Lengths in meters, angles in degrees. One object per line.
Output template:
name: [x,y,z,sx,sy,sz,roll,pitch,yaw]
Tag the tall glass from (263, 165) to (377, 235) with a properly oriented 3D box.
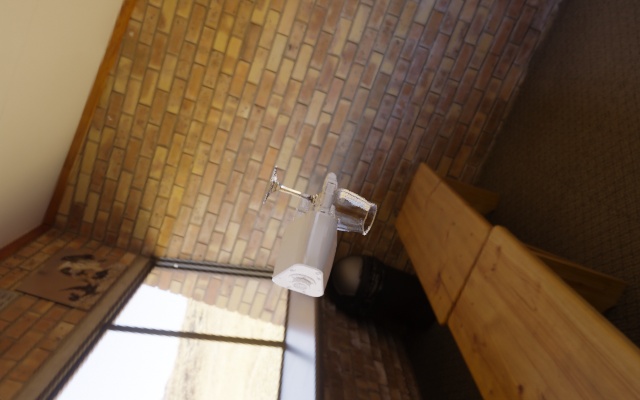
tall glass: [0.000,0.003,0.886,0.201,0.079,0.079,19,-2,-6]
